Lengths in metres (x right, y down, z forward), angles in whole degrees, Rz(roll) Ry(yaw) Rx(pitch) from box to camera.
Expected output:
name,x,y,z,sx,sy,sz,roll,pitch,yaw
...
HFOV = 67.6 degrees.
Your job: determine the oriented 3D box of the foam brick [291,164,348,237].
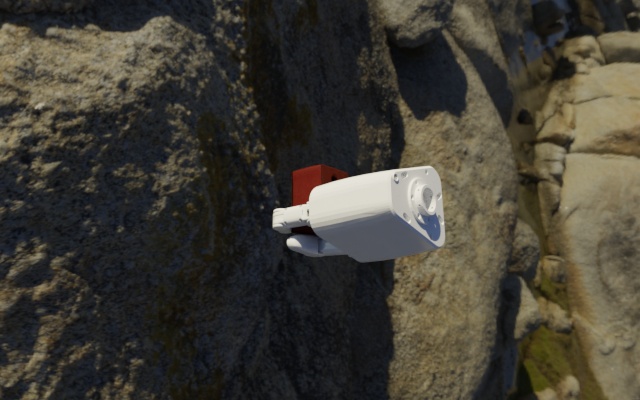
name,x,y,z,sx,sy,sz,roll,pitch,yaw
foam brick,0.000,0.002,0.579,0.051,0.078,0.053,-15,-20,41
